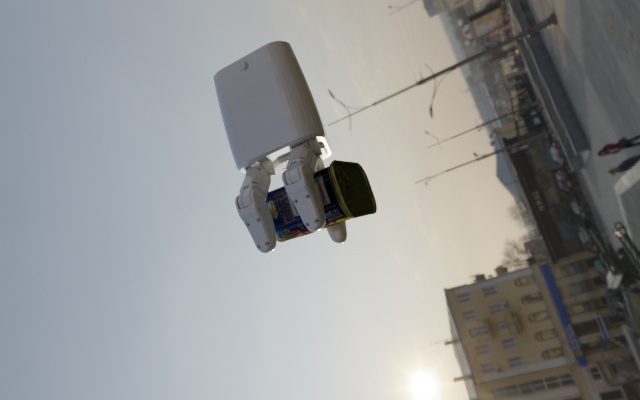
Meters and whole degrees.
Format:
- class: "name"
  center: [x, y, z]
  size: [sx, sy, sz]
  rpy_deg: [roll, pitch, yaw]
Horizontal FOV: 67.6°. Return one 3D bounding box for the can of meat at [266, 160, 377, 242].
- class: "can of meat"
  center: [0.000, 0.002, 0.486]
  size: [0.084, 0.057, 0.102]
  rpy_deg: [-21, -6, 21]
